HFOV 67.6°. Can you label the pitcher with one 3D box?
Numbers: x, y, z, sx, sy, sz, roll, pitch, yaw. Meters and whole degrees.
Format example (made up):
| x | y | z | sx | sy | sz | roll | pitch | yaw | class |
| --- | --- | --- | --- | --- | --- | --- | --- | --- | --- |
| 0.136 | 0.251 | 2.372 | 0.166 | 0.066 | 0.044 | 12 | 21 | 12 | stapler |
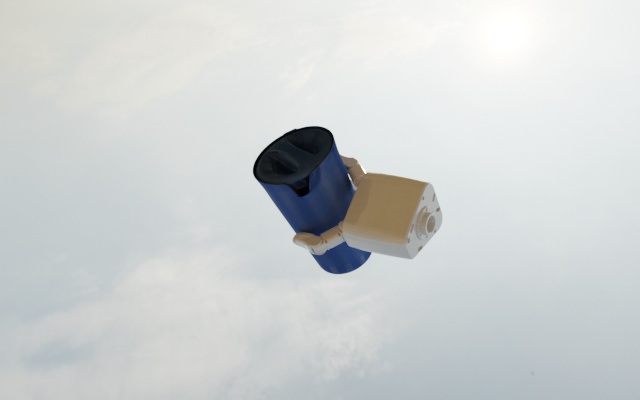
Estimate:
| x | y | z | sx | sy | sz | roll | pitch | yaw | class |
| --- | --- | --- | --- | --- | --- | --- | --- | --- | --- |
| 0.000 | 0.003 | 0.789 | 0.145 | 0.149 | 0.243 | 10 | -38 | 38 | pitcher |
